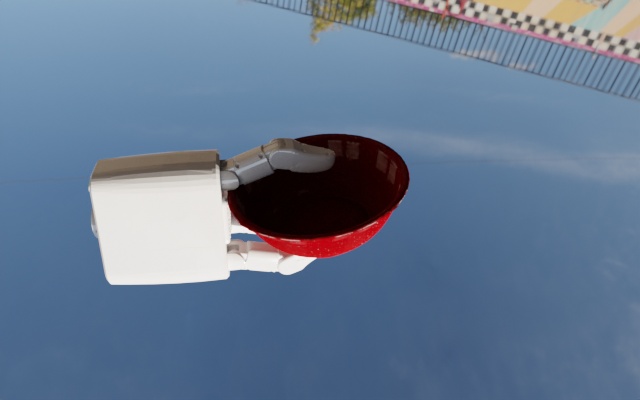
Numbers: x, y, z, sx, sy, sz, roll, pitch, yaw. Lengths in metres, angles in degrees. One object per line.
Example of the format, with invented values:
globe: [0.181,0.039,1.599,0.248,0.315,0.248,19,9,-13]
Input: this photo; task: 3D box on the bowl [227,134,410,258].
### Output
bowl: [0.001,0.002,0.436,0.162,0.055,0.162,-6,36,5]
